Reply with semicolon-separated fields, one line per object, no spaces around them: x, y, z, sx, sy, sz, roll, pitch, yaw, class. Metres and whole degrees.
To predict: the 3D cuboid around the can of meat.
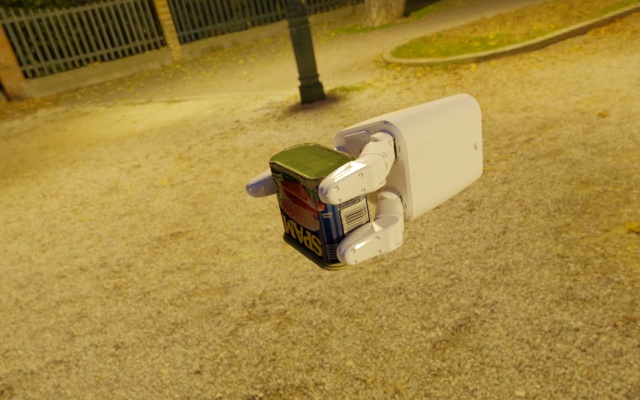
0.000;0.001;0.422;0.057;0.084;0.102;-23;27;-25;can of meat
